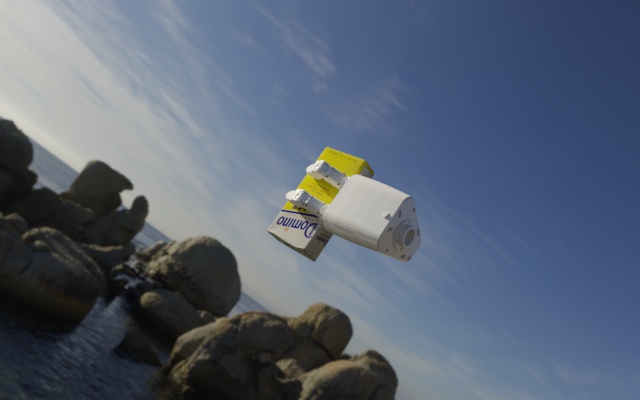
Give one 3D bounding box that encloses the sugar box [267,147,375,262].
[{"bbox_3d":[0.000,0.002,0.775,0.093,0.176,0.048,24,-18,41],"label":"sugar box"}]
